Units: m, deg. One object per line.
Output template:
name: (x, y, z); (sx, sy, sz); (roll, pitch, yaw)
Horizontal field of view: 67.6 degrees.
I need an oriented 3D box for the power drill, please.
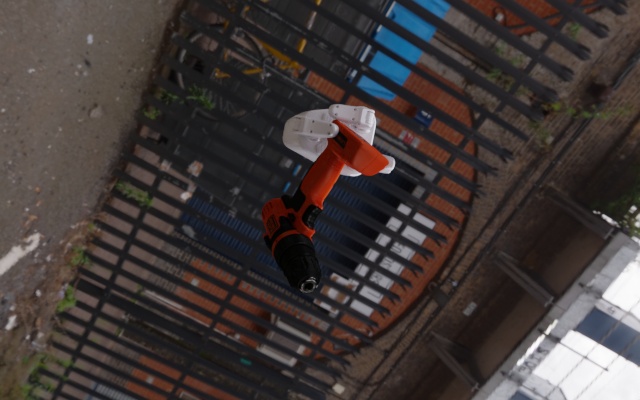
power drill: (0.000, 0.001, 0.598); (0.057, 0.188, 0.184); (31, 14, -32)
